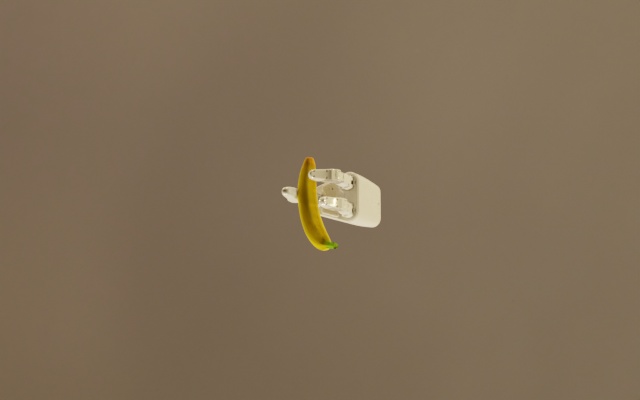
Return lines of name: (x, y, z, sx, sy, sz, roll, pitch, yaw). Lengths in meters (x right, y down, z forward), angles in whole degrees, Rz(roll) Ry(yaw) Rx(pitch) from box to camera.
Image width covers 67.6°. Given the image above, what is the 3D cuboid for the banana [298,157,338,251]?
banana: (-0.011, 0.015, 0.882, 0.037, 0.197, 0.070, 13, -40, -44)
